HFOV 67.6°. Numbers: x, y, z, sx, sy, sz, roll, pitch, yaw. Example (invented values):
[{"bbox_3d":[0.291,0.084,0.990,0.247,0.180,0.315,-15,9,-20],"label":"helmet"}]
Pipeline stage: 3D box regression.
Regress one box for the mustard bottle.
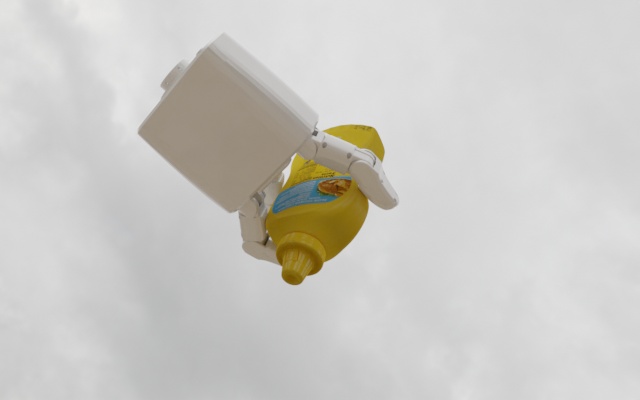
[{"bbox_3d":[0.000,0.002,0.447,0.096,0.058,0.191,-11,34,26],"label":"mustard bottle"}]
